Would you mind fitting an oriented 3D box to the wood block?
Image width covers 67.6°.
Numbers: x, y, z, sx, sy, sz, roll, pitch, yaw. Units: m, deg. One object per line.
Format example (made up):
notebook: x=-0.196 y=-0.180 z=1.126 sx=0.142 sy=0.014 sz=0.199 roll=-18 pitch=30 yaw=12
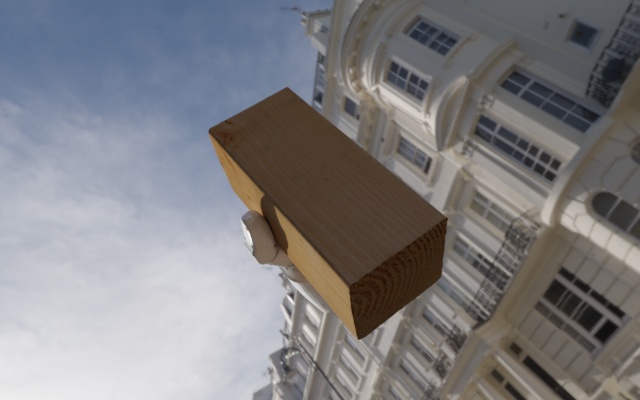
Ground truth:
wood block: x=0.000 y=0.002 z=0.411 sx=0.091 sy=0.090 sz=0.206 roll=-33 pitch=53 yaw=-17
